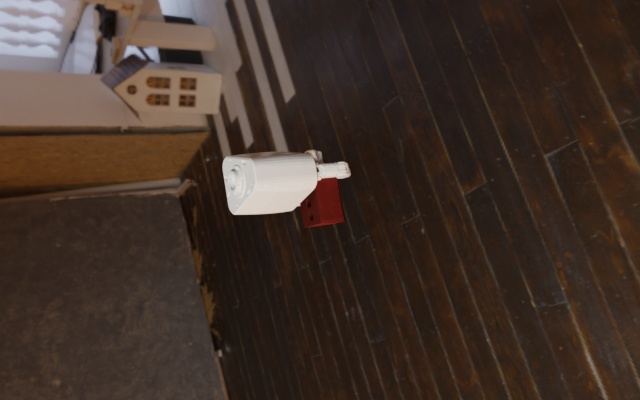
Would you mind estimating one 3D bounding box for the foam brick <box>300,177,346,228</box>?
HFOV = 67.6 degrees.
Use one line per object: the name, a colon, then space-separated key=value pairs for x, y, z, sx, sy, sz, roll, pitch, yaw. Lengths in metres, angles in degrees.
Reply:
foam brick: x=0.000 y=0.003 z=0.784 sx=0.051 sy=0.078 sz=0.053 roll=-6 pitch=-6 yaw=-36
